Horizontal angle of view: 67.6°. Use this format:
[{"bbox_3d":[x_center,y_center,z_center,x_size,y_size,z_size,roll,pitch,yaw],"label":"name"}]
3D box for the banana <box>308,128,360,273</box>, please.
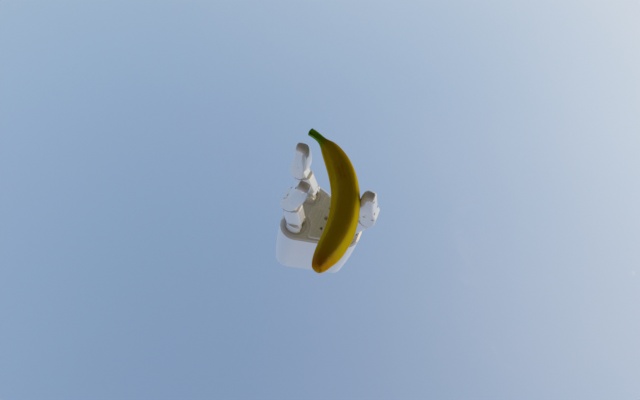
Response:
[{"bbox_3d":[0.018,0.001,0.595,0.069,0.197,0.037,6,-31,-16],"label":"banana"}]
